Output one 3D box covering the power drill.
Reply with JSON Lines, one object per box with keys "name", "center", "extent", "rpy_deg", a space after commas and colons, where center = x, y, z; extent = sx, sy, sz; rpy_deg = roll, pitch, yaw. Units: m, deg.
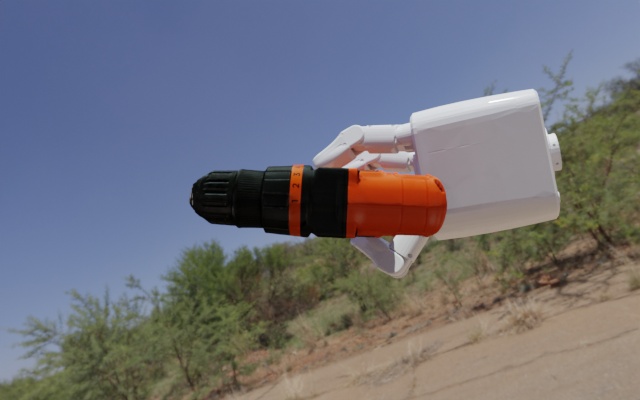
{"name": "power drill", "center": [0.000, 0.001, 0.415], "extent": [0.184, 0.057, 0.187], "rpy_deg": [4, 2, 2]}
